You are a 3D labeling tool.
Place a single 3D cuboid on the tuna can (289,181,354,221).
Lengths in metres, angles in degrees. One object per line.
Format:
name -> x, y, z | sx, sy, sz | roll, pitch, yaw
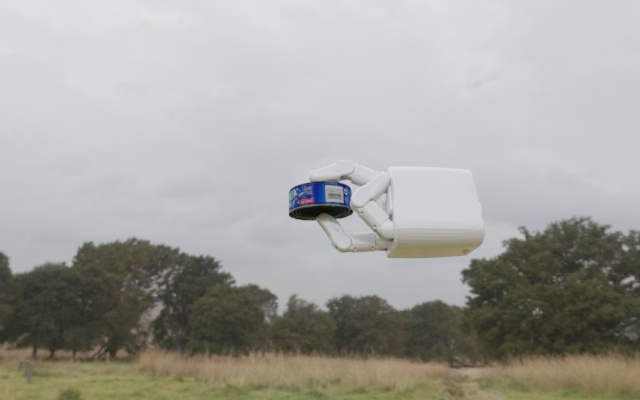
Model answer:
tuna can -> 0.000, 0.002, 0.634 | 0.086, 0.033, 0.086 | -2, -15, -1
